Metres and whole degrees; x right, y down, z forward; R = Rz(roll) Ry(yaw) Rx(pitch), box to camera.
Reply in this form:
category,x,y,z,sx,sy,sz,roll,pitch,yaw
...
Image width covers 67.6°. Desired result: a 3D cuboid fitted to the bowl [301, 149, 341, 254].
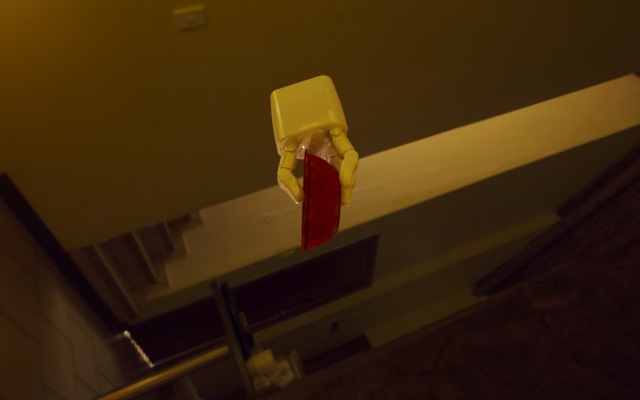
category,x,y,z,sx,sy,sz,roll,pitch,yaw
bowl,0.001,0.004,0.732,0.055,0.162,0.162,2,0,-3
